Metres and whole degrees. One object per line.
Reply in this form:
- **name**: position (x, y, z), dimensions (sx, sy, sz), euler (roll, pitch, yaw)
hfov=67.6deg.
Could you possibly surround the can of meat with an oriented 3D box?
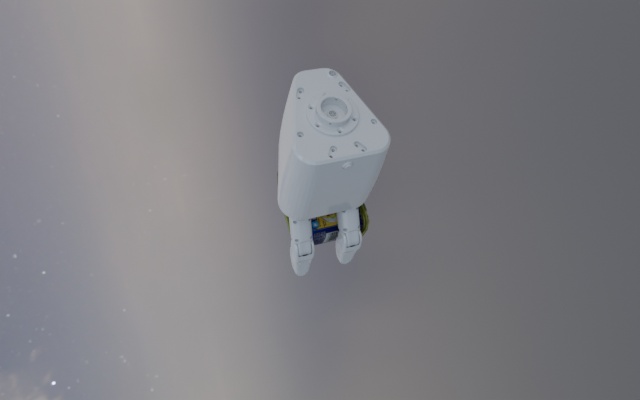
- **can of meat**: position (0.000, 0.002, 0.574), dimensions (0.084, 0.102, 0.057), euler (-12, -21, -17)
